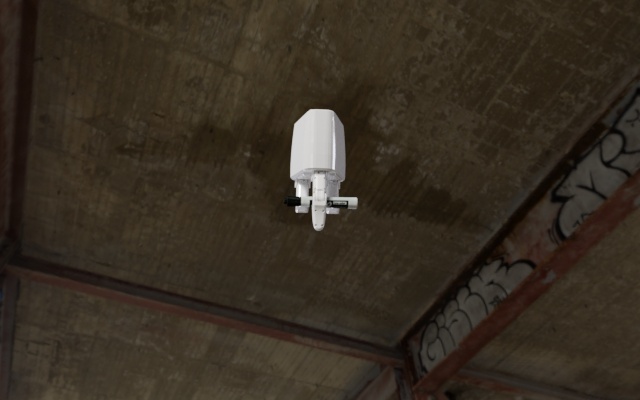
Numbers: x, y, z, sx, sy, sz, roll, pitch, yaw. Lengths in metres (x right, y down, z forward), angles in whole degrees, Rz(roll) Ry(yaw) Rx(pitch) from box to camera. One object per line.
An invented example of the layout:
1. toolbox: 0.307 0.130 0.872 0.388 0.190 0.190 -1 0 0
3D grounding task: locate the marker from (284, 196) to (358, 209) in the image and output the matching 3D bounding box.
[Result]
1. marker: 0.000 0.003 0.789 0.121 0.020 0.020 2 0 -3
